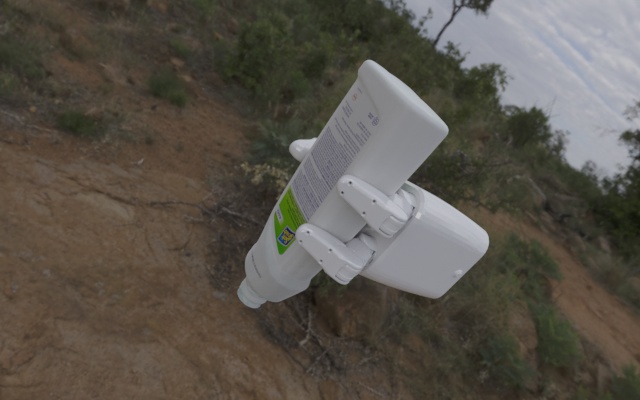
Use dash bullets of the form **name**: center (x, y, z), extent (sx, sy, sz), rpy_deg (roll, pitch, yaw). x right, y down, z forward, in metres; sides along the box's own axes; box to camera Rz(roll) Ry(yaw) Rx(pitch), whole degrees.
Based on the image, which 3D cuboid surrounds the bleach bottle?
- **bleach bottle**: center (0.000, 0.001, 0.442), extent (0.068, 0.251, 0.102), rpy_deg (26, 25, -32)
